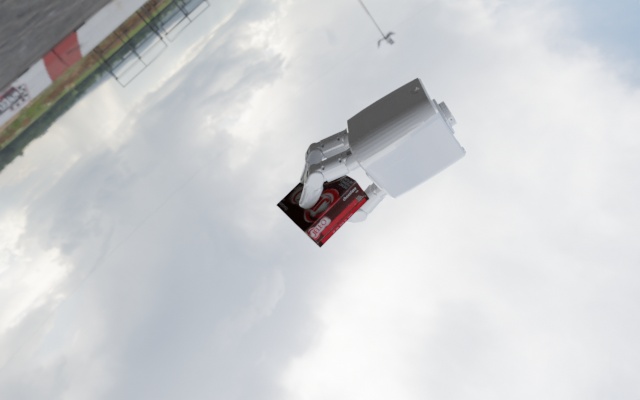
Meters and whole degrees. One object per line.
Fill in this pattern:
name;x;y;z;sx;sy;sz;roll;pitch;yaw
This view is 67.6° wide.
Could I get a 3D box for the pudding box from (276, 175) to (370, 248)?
pudding box;0.000;0.002;0.629;0.039;0.090;0.113;49;-6;-27
